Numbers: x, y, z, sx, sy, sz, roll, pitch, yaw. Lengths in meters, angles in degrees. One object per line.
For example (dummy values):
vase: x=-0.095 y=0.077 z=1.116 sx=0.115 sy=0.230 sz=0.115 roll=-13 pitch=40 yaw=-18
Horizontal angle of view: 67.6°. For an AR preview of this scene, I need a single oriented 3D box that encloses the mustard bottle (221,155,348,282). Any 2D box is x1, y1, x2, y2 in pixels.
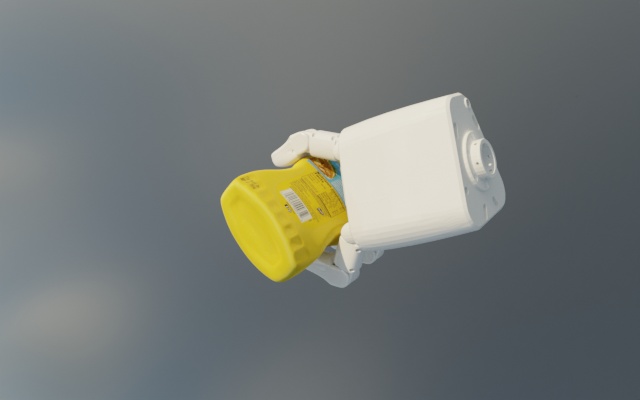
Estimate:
mustard bottle: x=0.000 y=0.002 z=0.471 sx=0.191 sy=0.096 sz=0.058 roll=-25 pitch=-16 yaw=-50
